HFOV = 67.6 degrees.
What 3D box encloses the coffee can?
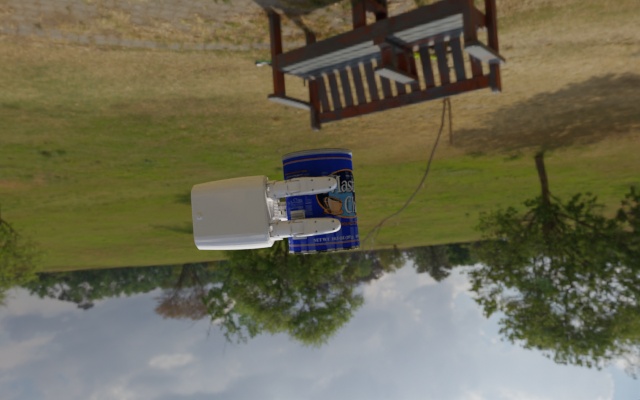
[{"bbox_3d":[0.000,0.002,0.690,0.103,0.140,0.103,-5,-3,0],"label":"coffee can"}]
